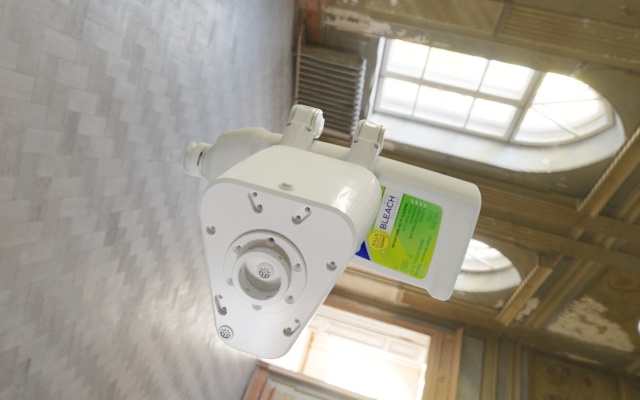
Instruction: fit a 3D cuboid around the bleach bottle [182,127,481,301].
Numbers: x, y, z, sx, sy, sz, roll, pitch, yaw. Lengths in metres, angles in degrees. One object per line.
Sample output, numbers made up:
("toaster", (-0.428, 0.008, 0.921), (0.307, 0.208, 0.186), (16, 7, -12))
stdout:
("bleach bottle", (0.000, 0.001, 0.416), (0.251, 0.102, 0.068), (15, 18, 8))
